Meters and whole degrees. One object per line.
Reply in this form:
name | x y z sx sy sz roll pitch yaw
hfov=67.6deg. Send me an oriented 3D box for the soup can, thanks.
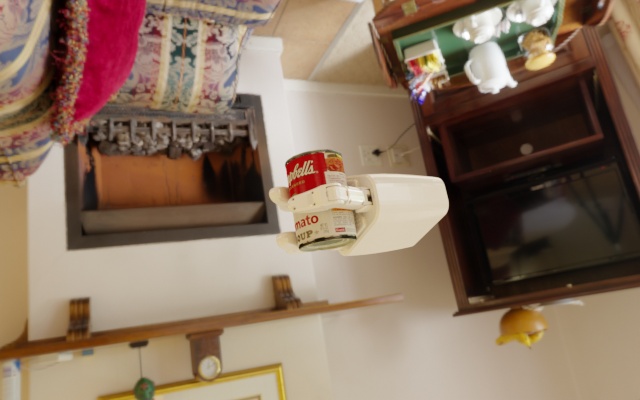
soup can | 0.000 0.002 0.542 0.068 0.102 0.068 -9 -15 -2
